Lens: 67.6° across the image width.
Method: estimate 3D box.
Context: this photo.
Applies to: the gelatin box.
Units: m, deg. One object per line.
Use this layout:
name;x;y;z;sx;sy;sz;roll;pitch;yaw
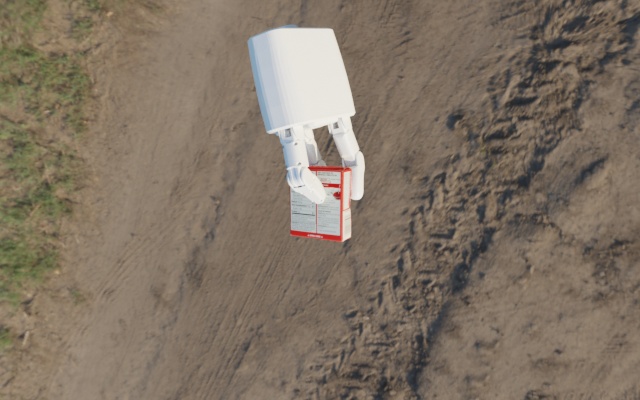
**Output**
gelatin box;0.000;0.002;0.586;0.073;0.089;0.030;4;10;26
